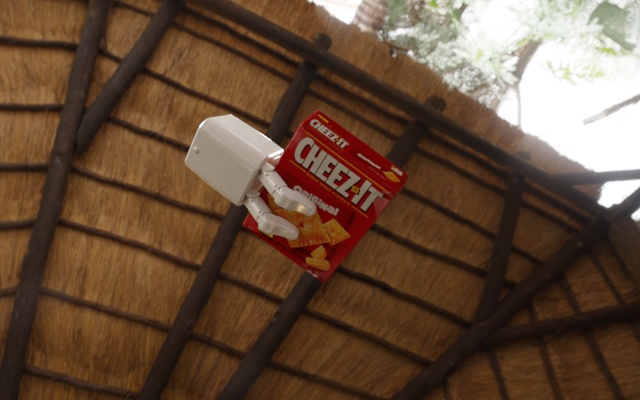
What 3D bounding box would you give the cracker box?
[{"bbox_3d":[0.000,0.002,0.716,0.164,0.214,0.072,36,35,2],"label":"cracker box"}]
